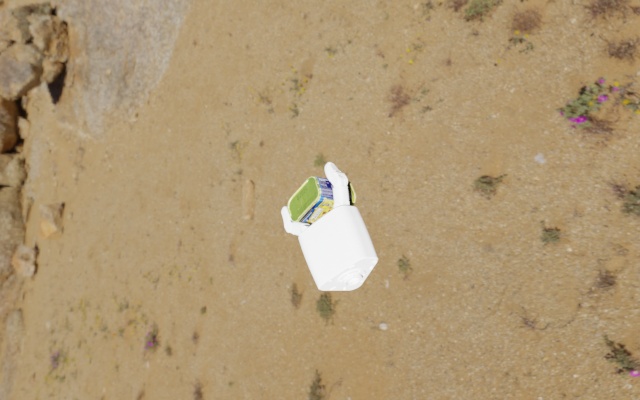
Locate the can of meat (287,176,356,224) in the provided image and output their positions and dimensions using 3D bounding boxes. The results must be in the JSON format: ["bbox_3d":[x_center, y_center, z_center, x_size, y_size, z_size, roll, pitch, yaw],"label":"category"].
[{"bbox_3d":[0.000,0.003,0.877,0.084,0.057,0.102,8,-40,-38],"label":"can of meat"}]
